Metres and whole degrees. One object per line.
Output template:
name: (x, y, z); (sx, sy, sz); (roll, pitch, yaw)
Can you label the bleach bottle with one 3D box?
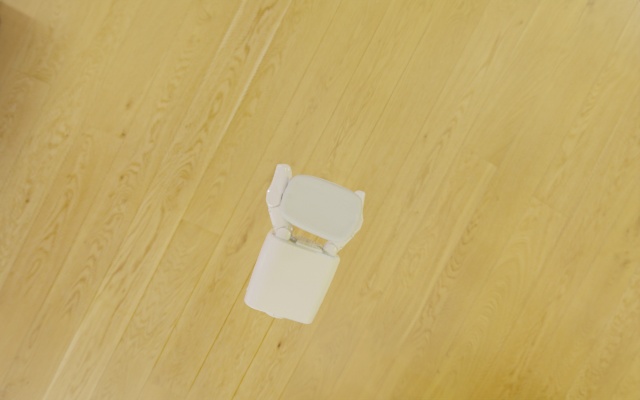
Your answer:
bleach bottle: (0.000, 0.002, 0.703); (0.102, 0.068, 0.251); (22, 3, -1)
